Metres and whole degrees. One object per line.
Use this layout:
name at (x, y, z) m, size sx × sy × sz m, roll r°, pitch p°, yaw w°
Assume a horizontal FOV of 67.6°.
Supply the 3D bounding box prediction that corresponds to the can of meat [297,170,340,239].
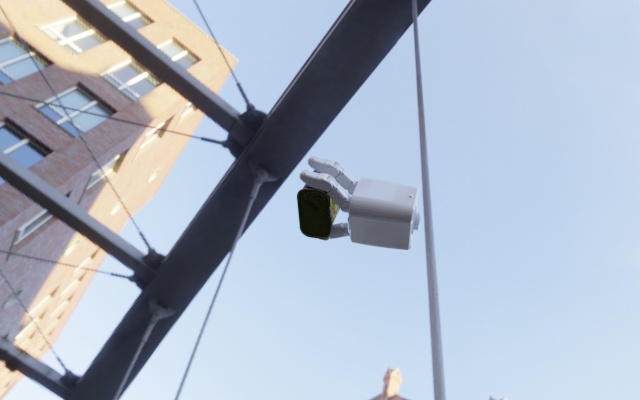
can of meat at (0.000, 0.003, 0.851) m, size 0.057 × 0.102 × 0.084 m, roll 6°, pitch 34°, yaw 16°
